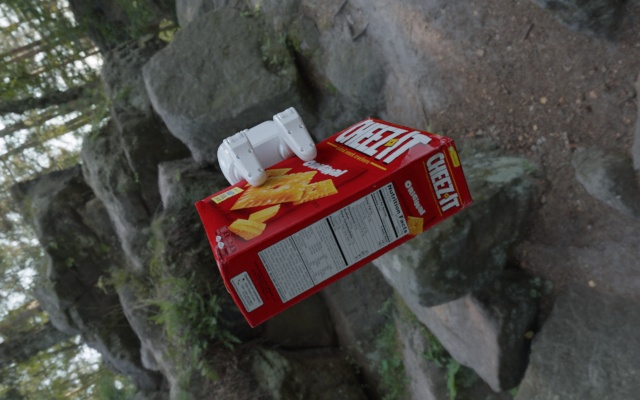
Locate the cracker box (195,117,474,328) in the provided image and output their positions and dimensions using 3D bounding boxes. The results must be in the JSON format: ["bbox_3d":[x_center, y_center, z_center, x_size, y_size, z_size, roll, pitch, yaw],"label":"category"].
[{"bbox_3d":[0.000,0.002,0.445,0.213,0.072,0.164,-28,24,-10],"label":"cracker box"}]
